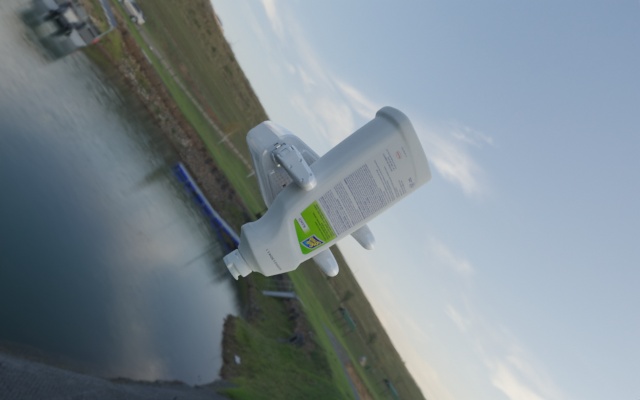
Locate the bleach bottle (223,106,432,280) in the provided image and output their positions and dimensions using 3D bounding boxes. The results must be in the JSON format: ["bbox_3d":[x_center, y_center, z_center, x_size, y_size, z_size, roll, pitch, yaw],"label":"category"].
[{"bbox_3d":[0.000,0.002,0.540,0.251,0.103,0.068,-33,28,-6],"label":"bleach bottle"}]
